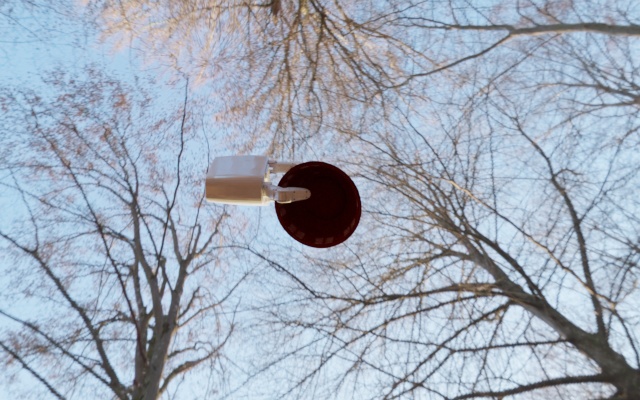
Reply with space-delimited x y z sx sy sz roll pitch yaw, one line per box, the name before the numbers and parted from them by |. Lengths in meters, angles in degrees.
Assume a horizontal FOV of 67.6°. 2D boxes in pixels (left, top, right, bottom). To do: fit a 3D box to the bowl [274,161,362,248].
bowl | 0.001 0.003 0.870 0.162 0.162 0.055 0 15 15
